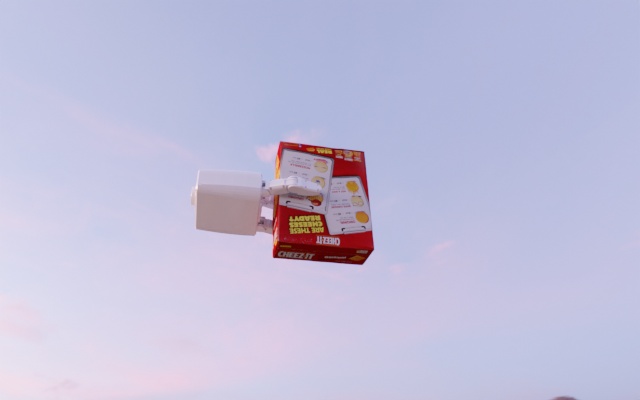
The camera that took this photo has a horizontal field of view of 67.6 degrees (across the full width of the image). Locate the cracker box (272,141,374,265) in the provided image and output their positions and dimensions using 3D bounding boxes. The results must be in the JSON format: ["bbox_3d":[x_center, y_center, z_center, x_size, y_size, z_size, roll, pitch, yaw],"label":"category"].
[{"bbox_3d":[0.000,0.003,0.851,0.164,0.213,0.072,6,-35,-11],"label":"cracker box"}]
